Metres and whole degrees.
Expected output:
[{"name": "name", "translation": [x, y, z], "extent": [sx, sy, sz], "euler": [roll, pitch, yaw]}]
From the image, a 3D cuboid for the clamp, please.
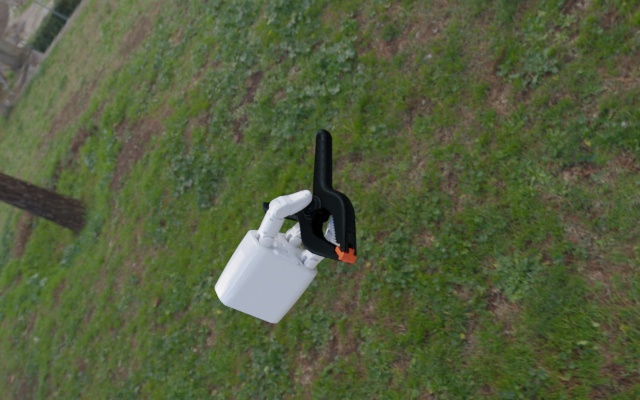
[{"name": "clamp", "translation": [0.000, 0.002, 0.679], "extent": [0.036, 0.164, 0.210], "euler": [20, 20, -41]}]
